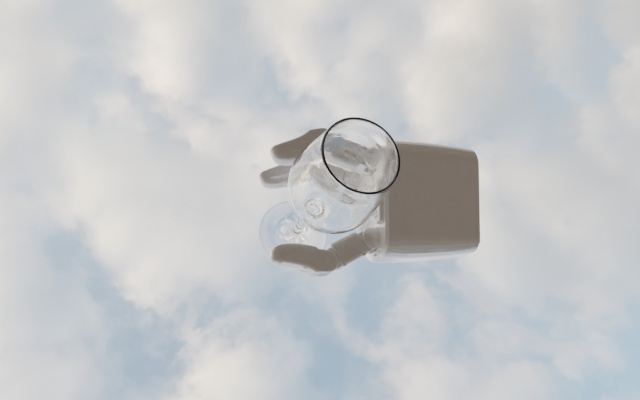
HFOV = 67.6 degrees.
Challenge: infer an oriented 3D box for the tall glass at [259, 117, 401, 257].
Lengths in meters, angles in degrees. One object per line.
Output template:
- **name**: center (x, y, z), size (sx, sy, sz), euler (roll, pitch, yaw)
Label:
- **tall glass**: center (0.000, 0.002, 0.431), size (0.079, 0.079, 0.201), euler (0, -20, -18)
